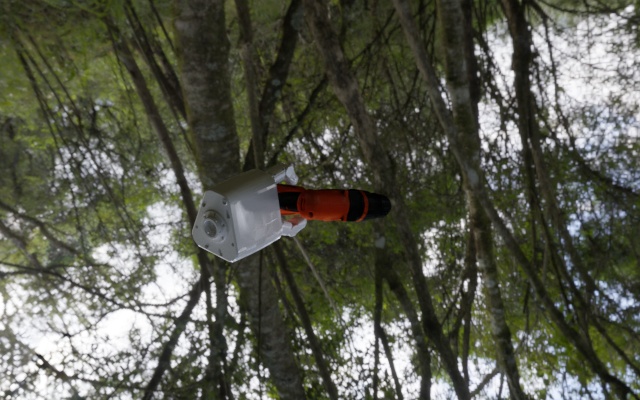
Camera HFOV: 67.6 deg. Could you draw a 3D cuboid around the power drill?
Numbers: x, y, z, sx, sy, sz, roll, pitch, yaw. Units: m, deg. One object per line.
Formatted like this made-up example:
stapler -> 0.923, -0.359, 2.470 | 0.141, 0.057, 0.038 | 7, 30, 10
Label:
power drill -> 0.000, 0.003, 0.800 | 0.184, 0.057, 0.187 | 4, -1, -41
